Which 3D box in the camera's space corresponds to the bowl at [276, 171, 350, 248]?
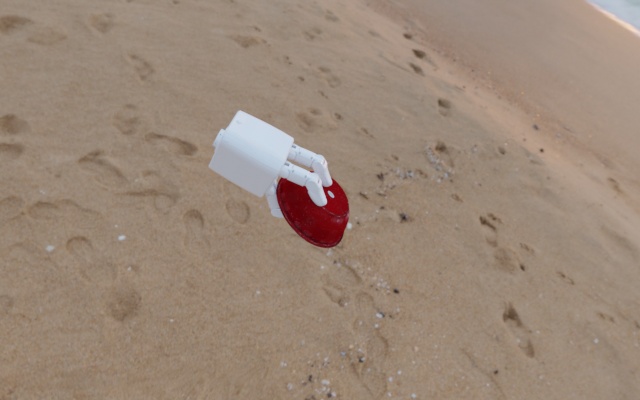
[{"bbox_3d":[0.001,0.003,0.863,0.055,0.162,0.162,-38,-23,33],"label":"bowl"}]
